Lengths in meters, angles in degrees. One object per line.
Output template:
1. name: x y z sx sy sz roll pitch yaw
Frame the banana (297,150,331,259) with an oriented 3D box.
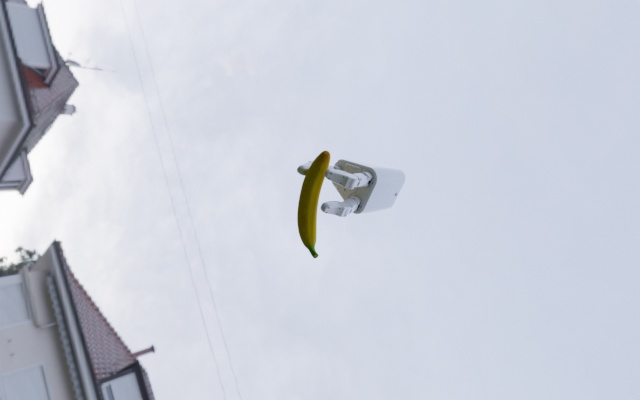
1. banana: -0.013 0.004 0.893 0.037 0.198 0.069 -1 9 -44
